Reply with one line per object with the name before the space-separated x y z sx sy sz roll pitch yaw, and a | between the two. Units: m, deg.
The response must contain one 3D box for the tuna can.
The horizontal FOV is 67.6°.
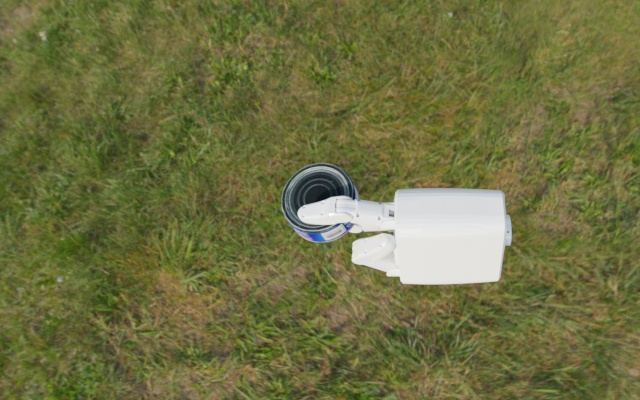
tuna can | 0.000 0.002 0.534 0.086 0.086 0.034 0 -23 17
